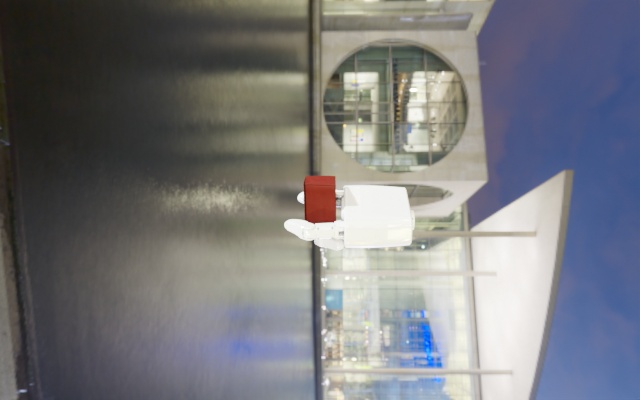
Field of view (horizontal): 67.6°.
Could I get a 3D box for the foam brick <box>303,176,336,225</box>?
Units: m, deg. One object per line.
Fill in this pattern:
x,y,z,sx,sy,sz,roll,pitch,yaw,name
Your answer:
0.000,0.002,0.778,0.051,0.078,0.053,-1,21,2,foam brick
